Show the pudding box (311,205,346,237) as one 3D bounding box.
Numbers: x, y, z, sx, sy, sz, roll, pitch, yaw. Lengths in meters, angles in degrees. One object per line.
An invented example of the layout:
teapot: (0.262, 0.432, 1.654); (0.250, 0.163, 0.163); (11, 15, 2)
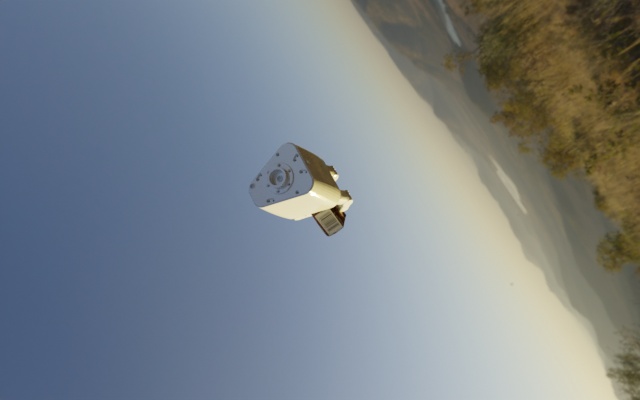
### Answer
pudding box: (0.000, 0.003, 0.877); (0.039, 0.113, 0.090); (-33, 7, 13)
